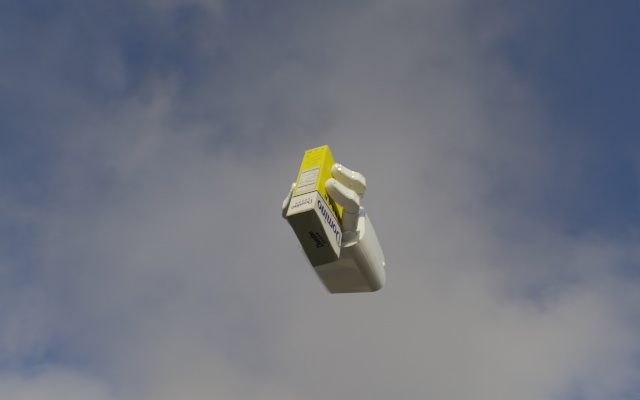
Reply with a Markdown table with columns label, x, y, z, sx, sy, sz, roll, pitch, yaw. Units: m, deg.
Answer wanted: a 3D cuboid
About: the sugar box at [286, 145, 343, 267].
| label | x | y | z | sx | sy | sz | roll | pitch | yaw |
| --- | --- | --- | --- | --- | --- | --- | --- | --- | --- |
| sugar box | 0.001 | 0.002 | 0.687 | 0.048 | 0.093 | 0.176 | -17 | 30 | 15 |
